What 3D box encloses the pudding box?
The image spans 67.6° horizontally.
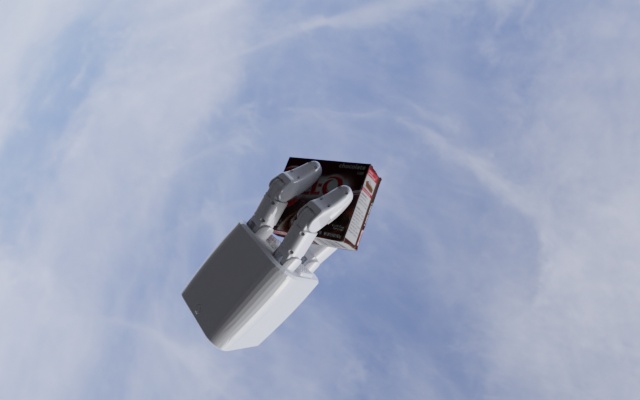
[{"bbox_3d":[0.000,0.002,0.523,0.113,0.090,0.039,9,-20,33],"label":"pudding box"}]
